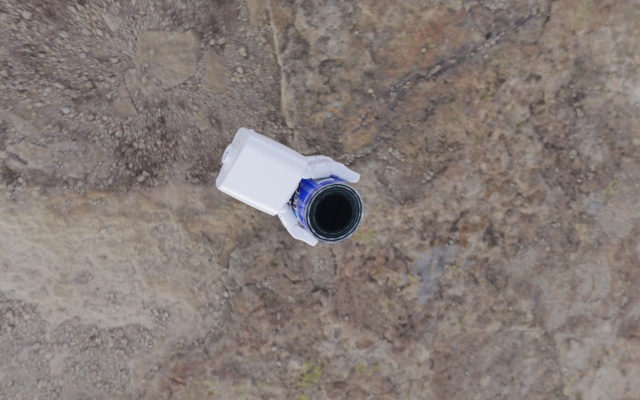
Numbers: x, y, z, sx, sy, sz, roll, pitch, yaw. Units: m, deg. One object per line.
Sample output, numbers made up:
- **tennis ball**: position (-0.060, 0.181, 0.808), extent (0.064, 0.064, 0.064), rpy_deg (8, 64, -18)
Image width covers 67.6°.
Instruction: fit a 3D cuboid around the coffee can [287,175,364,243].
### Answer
- **coffee can**: position (0.000, 0.003, 0.823), extent (0.103, 0.103, 0.140), rpy_deg (0, 15, -20)
